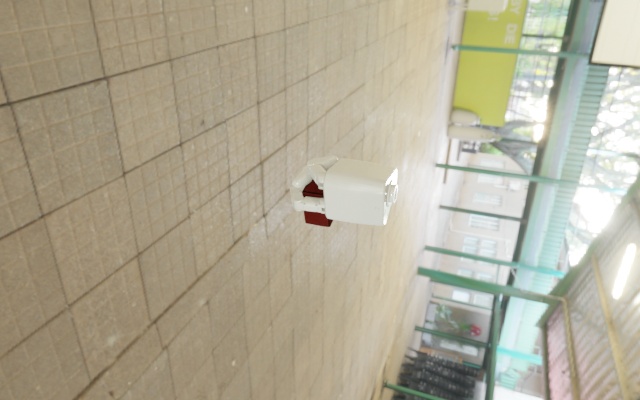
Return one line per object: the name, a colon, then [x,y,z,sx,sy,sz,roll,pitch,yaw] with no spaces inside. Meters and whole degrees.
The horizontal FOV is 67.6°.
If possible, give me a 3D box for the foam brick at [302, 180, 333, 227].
foam brick: [0.000,0.003,0.900,0.051,0.078,0.053,9,40,17]
